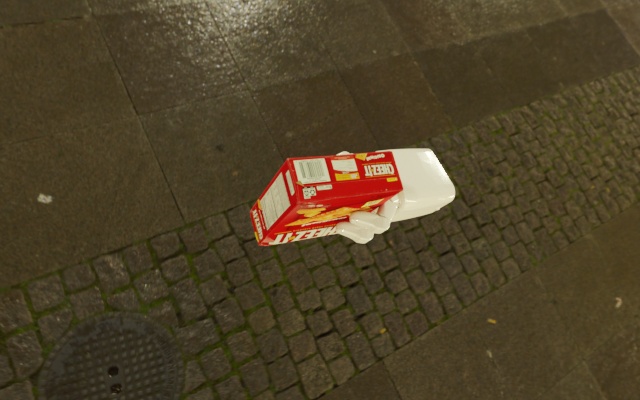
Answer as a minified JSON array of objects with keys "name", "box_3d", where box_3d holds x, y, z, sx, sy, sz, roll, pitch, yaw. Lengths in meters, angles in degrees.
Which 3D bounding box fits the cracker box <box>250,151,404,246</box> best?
[{"name":"cracker box","box_3d":[0.000,0.002,0.731,0.164,0.072,0.214,-7,-18,-24]}]
